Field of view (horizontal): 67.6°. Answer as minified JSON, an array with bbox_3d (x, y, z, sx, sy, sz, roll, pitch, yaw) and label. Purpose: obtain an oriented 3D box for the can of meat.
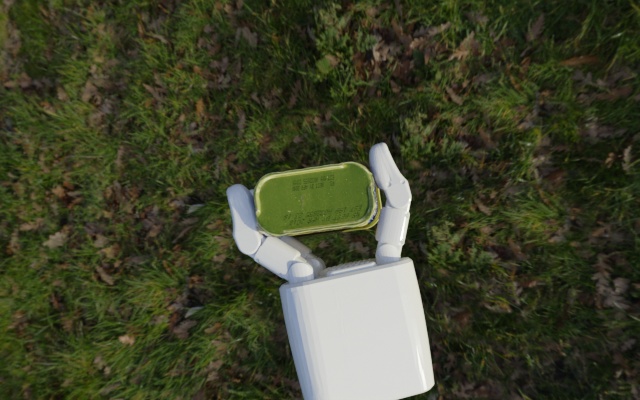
[{"bbox_3d":[0.000,0.001,0.412,0.102,0.057,0.084,-8,-4,8],"label":"can of meat"}]
